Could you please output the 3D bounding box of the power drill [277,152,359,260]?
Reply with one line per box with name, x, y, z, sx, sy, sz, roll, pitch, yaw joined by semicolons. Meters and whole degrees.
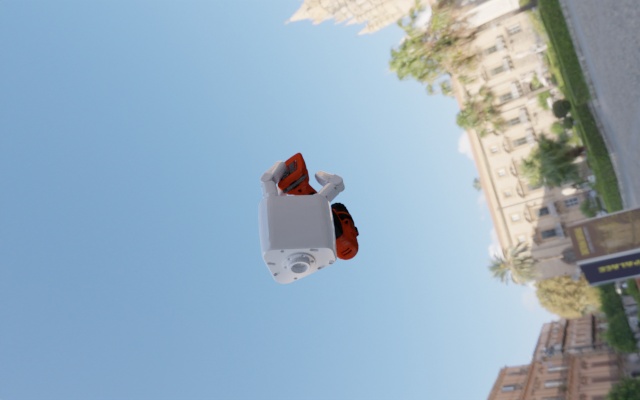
power drill;0.000;0.003;0.876;0.057;0.188;0.184;-37;21;10
